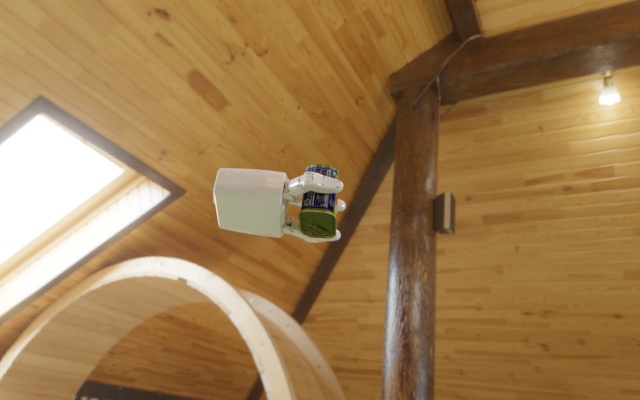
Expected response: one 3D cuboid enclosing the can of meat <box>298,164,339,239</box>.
[{"bbox_3d":[0.000,0.002,0.760,0.057,0.084,0.102,4,-26,4],"label":"can of meat"}]
